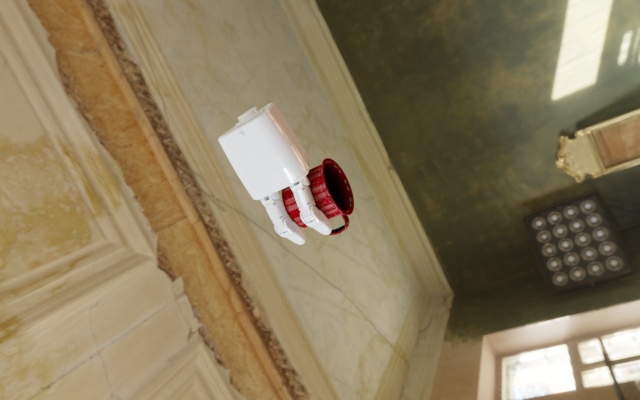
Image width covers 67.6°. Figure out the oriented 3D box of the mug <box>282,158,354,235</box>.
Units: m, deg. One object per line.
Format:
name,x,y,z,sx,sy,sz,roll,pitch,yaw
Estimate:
mug,0.001,0.004,0.741,0.081,0.117,0.093,-23,18,25
